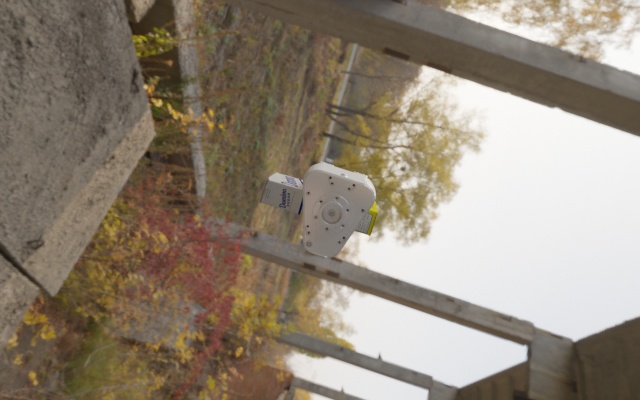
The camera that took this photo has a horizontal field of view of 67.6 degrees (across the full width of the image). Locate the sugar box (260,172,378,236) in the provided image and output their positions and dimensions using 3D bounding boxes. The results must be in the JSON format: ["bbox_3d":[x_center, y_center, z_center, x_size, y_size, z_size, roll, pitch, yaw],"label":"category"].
[{"bbox_3d":[0.000,0.002,0.760,0.176,0.048,0.093,19,11,0],"label":"sugar box"}]
